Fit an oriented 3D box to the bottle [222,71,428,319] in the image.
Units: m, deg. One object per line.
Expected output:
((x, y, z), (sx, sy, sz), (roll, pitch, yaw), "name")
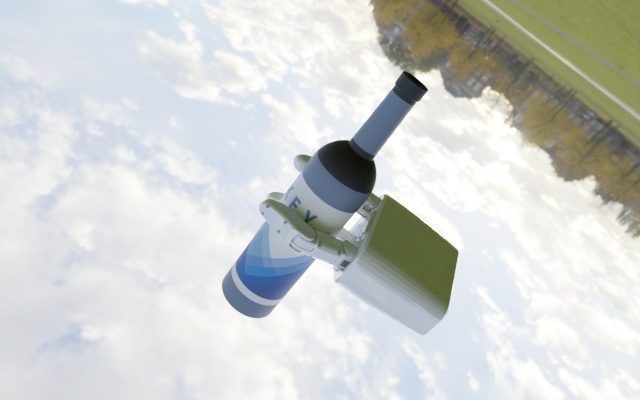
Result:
((0.000, 0.002, 0.472), (0.069, 0.296, 0.069), (29, 28, -17), "bottle")
